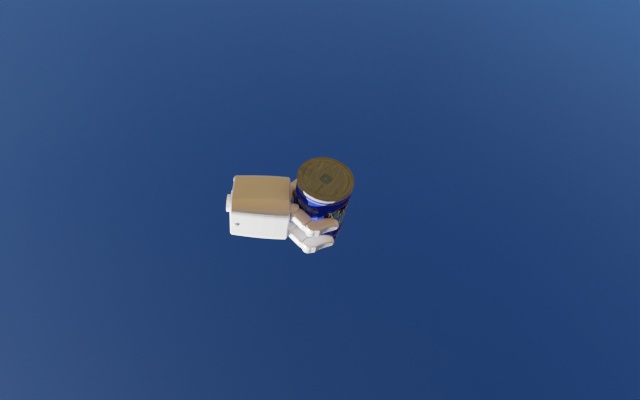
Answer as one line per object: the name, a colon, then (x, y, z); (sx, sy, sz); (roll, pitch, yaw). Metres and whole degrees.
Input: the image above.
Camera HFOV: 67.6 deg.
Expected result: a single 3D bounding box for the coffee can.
coffee can: (0.000, 0.003, 0.895); (0.103, 0.102, 0.140); (0, -37, -10)
